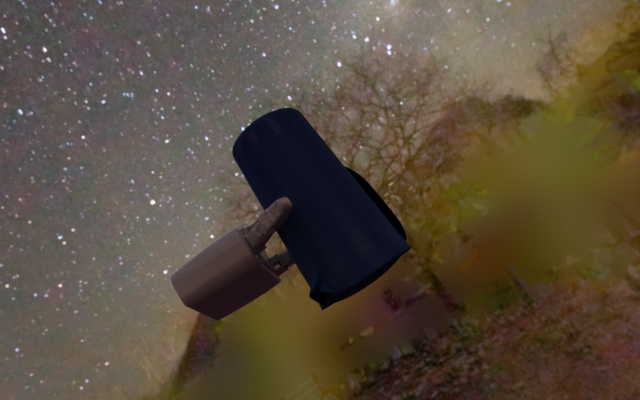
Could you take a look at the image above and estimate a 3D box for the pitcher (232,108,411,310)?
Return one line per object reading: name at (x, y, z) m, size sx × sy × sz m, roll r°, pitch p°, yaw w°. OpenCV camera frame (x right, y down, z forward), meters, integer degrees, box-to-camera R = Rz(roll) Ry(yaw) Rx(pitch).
pitcher at (0.000, 0.002, 0.615) m, size 0.145 × 0.242 × 0.149 m, roll -35°, pitch -12°, yaw 2°
